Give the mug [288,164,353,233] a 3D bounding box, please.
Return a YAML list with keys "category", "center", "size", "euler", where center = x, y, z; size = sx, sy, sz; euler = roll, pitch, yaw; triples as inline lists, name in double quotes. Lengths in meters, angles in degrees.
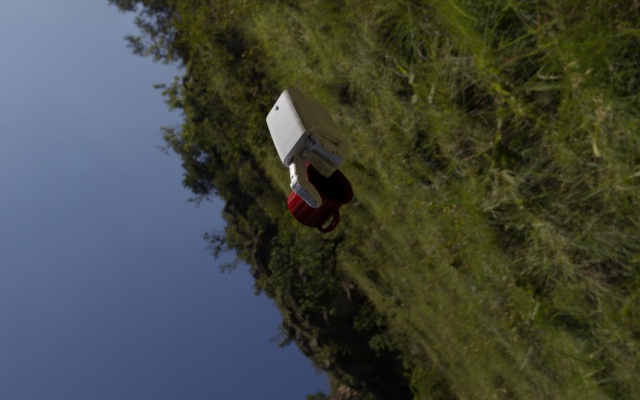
- category: "mug"
  center: [0.001, 0.004, 0.820]
  size: [0.093, 0.117, 0.081]
  euler: [5, -40, -40]
